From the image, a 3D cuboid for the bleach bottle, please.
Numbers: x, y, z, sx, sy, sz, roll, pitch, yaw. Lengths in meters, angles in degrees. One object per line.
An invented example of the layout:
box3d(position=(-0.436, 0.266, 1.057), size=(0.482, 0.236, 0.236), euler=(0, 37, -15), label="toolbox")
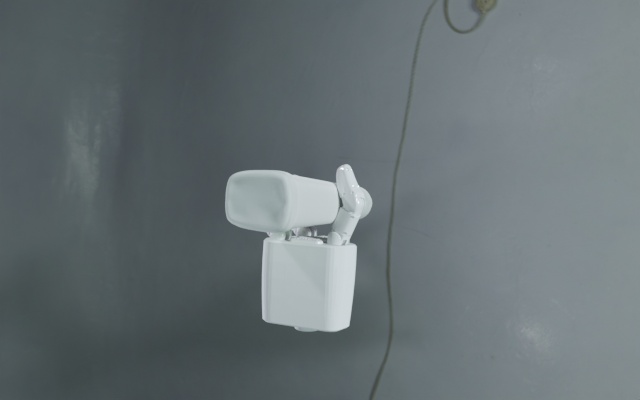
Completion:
box3d(position=(0.000, 0.002, 0.621), size=(0.102, 0.068, 0.251), euler=(5, 2, 36), label="bleach bottle")
